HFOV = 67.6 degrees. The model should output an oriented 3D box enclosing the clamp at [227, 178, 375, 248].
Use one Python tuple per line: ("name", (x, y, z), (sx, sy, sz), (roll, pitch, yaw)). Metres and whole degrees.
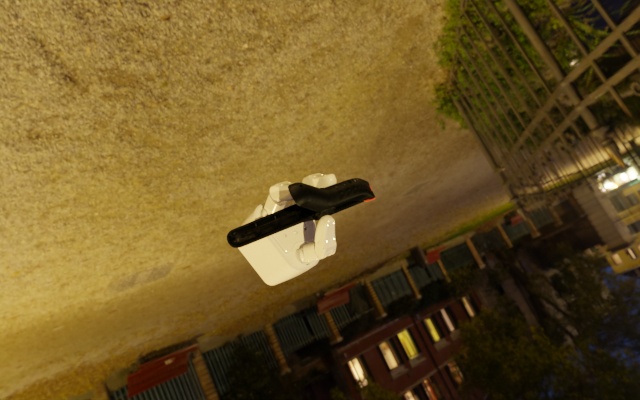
("clamp", (0.001, 0.003, 0.609), (0.210, 0.036, 0.164), (-16, -11, -35))
